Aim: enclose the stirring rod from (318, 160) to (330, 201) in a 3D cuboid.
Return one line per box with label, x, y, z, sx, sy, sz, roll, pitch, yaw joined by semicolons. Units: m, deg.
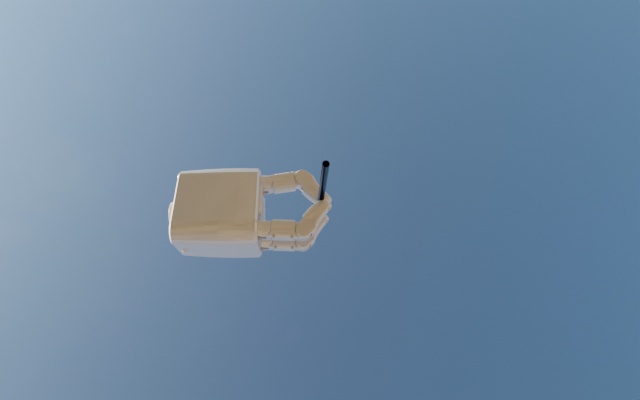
stirring rod;0.000;0.002;0.614;0.011;0.011;0.240;0;-20;-3
